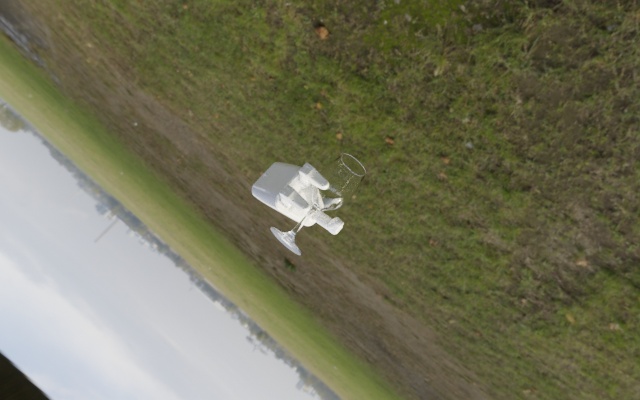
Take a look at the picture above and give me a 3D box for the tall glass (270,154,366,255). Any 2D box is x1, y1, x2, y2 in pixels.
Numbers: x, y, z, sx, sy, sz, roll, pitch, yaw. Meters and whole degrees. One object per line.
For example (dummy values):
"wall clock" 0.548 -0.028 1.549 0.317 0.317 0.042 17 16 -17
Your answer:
"tall glass" 0.000 0.003 0.892 0.079 0.201 0.079 38 -16 13
